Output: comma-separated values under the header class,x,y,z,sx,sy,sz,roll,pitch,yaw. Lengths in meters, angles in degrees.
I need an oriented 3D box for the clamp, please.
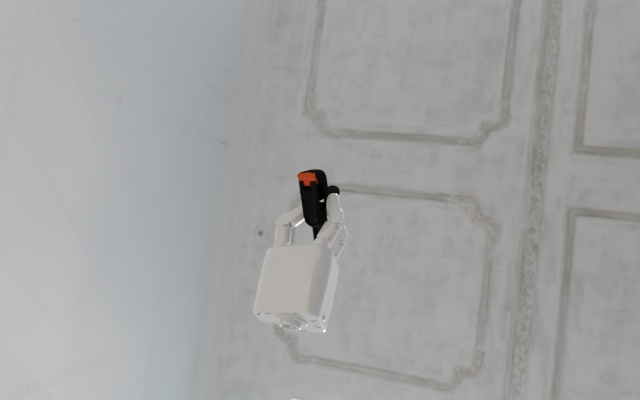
class,x,y,z,sx,sy,sz,roll,pitch,yaw
clamp,-0.001,0.002,0.796,0.036,0.164,0.210,1,-33,13
